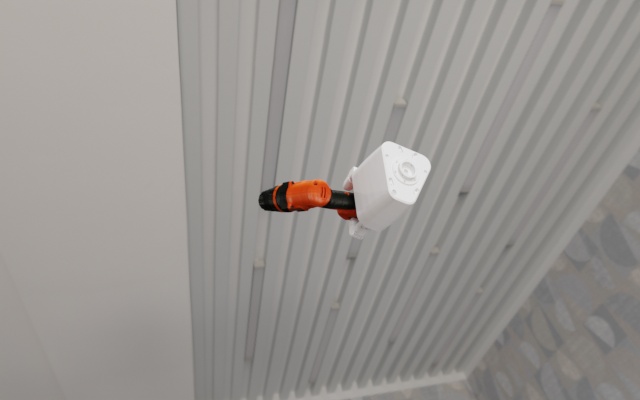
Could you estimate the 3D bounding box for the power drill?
[{"bbox_3d":[0.001,0.003,0.881,0.187,0.057,0.184,6,-7,-38],"label":"power drill"}]
